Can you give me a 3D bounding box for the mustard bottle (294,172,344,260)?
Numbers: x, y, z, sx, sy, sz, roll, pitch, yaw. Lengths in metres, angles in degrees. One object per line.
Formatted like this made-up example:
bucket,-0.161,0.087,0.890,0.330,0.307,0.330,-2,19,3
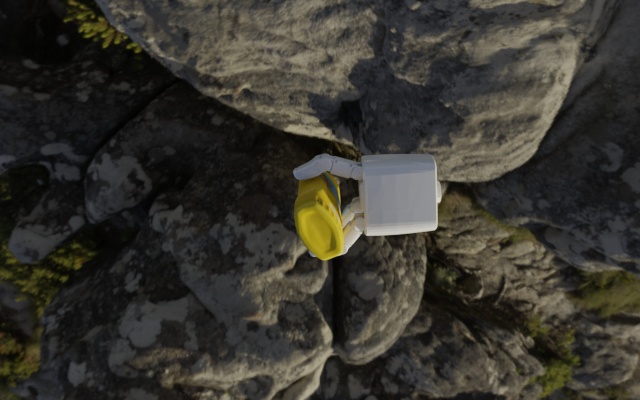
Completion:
mustard bottle,0.000,0.003,0.734,0.058,0.096,0.191,-24,23,13
